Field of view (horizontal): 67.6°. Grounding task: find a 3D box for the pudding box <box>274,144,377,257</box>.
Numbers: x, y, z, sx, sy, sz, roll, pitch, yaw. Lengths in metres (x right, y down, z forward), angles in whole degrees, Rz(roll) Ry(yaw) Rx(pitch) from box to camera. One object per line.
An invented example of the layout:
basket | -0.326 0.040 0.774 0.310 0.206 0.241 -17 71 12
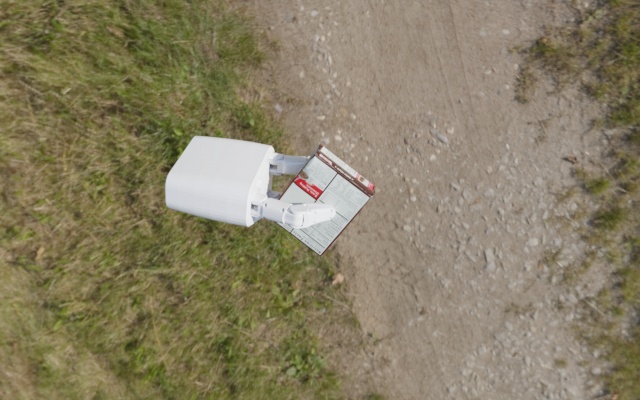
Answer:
pudding box | 0.000 0.002 0.597 0.090 0.113 0.039 37 27 -5
